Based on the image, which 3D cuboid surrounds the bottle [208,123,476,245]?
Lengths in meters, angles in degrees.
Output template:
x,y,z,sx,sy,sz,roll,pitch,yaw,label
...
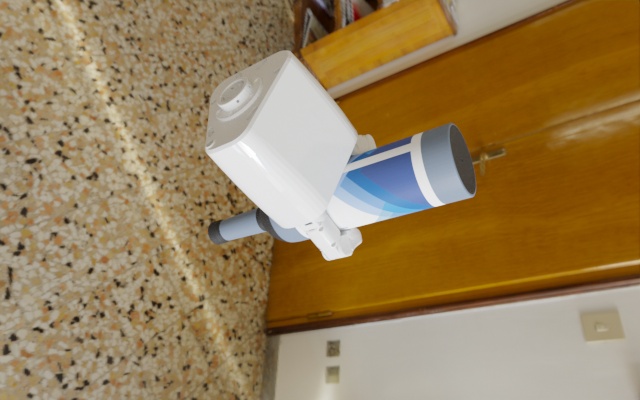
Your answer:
x,y,z,sx,sy,sz,roll,pitch,yaw,label
0.000,0.002,0.482,0.296,0.069,0.069,-17,-9,30,bottle
